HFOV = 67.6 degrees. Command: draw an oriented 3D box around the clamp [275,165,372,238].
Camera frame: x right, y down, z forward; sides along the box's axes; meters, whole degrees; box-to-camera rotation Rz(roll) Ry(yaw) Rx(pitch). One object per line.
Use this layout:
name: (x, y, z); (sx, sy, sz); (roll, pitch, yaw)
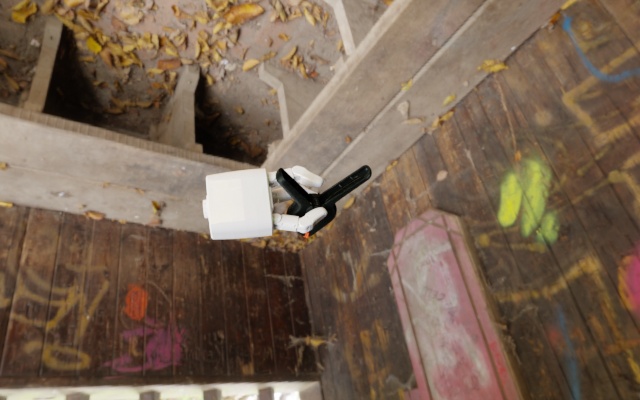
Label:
clamp: (0.000, 0.004, 0.862); (0.164, 0.036, 0.210); (-6, -33, -10)
